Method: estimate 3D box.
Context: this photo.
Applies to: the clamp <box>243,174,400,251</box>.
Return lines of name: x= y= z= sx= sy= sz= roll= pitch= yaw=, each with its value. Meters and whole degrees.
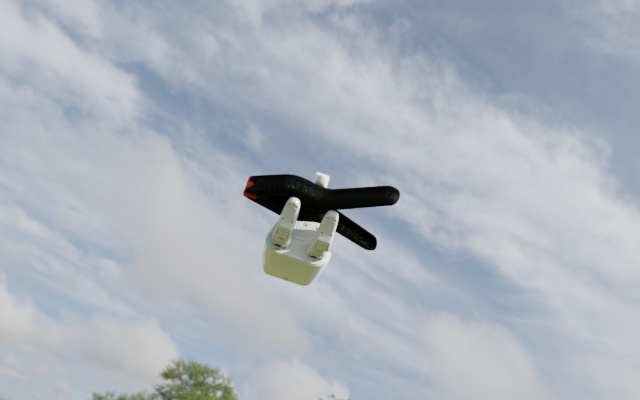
clamp: x=0.000 y=0.001 z=0.651 sx=0.210 sy=0.036 sz=0.165 roll=18 pitch=-30 yaw=-3
